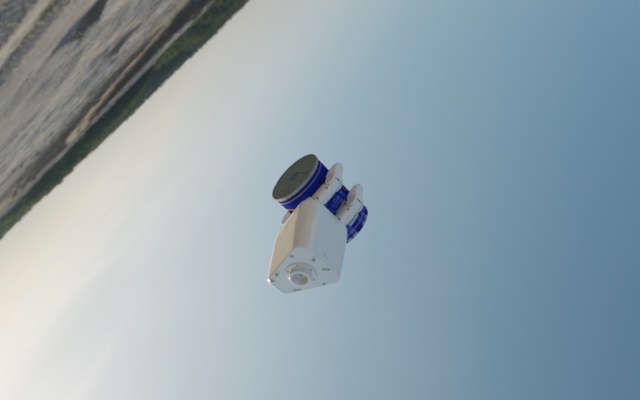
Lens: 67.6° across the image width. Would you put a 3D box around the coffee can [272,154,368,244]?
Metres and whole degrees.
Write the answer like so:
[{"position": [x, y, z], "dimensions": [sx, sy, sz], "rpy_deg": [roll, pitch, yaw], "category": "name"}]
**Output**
[{"position": [0.000, 0.003, 0.837], "dimensions": [0.140, 0.102, 0.103], "rpy_deg": [44, -21, -24], "category": "coffee can"}]
